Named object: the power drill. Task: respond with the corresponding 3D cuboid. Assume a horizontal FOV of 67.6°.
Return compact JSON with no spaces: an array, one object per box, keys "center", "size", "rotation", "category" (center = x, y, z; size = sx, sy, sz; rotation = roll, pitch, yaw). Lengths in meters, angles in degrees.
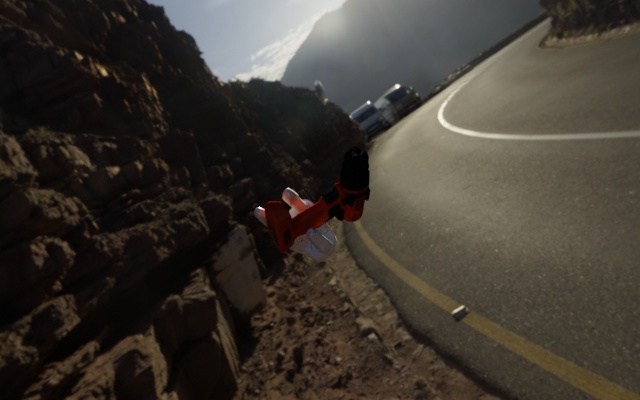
[{"center":[0.000,0.003,0.808],"size":[0.187,0.057,0.185],"rotation":[-24,-33,-16],"category":"power drill"}]
